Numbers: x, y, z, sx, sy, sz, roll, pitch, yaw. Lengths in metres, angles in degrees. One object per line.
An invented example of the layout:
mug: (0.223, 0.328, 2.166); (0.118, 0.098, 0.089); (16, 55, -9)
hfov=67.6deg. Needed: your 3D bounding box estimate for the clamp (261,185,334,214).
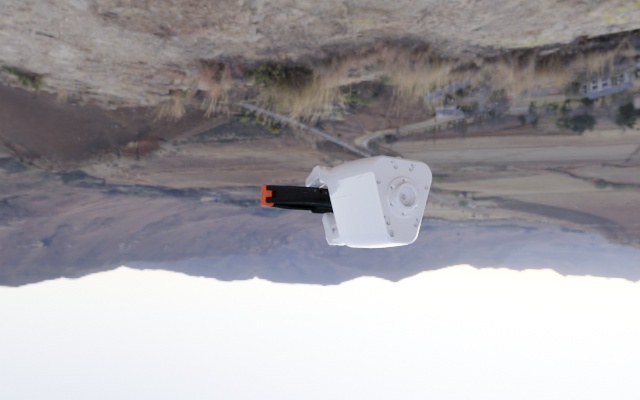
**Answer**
clamp: (0.000, 0.003, 0.740); (0.210, 0.036, 0.164); (5, -9, -27)
